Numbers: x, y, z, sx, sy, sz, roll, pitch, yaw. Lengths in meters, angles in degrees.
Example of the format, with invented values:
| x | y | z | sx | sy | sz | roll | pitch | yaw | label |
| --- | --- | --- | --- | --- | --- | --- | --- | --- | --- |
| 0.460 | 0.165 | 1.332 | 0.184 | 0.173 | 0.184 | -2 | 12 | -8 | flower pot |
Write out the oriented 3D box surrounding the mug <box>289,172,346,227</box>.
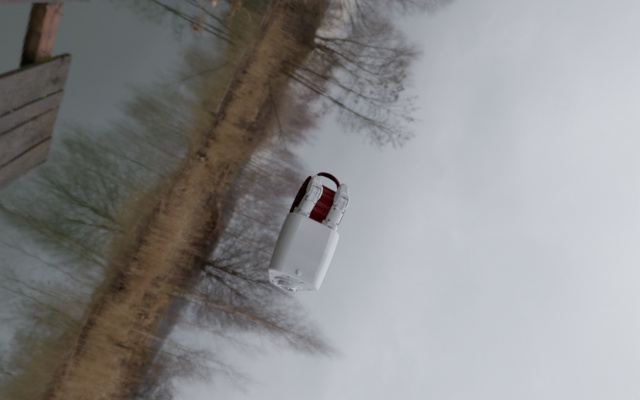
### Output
| x | y | z | sx | sy | sz | roll | pitch | yaw | label |
| --- | --- | --- | --- | --- | --- | --- | --- | --- | --- |
| 0.001 | 0.002 | 0.885 | 0.081 | 0.117 | 0.093 | 26 | -24 | -11 | mug |
